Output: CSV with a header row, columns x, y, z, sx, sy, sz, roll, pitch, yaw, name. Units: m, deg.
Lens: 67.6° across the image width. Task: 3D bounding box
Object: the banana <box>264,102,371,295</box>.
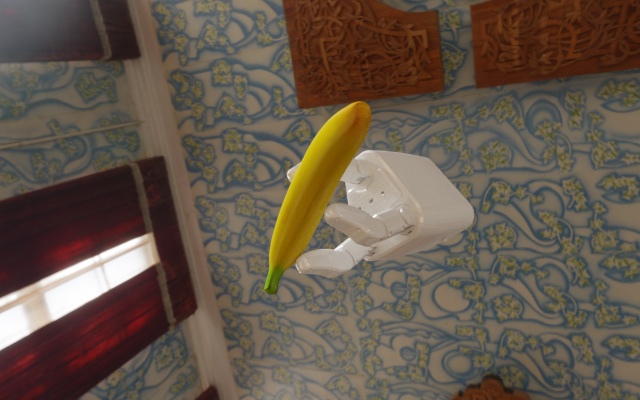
x,y,z,sx,sy,sz,roll,pitch,yaw,name
-0.004,-0.007,0.417,0.037,0.198,0.069,14,31,-19,banana
